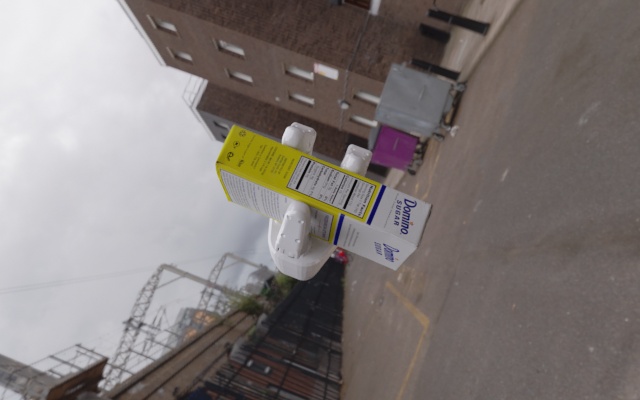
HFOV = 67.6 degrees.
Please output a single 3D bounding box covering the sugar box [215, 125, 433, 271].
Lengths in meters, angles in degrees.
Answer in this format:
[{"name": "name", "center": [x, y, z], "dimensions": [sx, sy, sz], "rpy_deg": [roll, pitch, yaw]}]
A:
[{"name": "sugar box", "center": [0.000, 0.001, 0.419], "dimensions": [0.176, 0.048, 0.093], "rpy_deg": [20, -19, 4]}]
